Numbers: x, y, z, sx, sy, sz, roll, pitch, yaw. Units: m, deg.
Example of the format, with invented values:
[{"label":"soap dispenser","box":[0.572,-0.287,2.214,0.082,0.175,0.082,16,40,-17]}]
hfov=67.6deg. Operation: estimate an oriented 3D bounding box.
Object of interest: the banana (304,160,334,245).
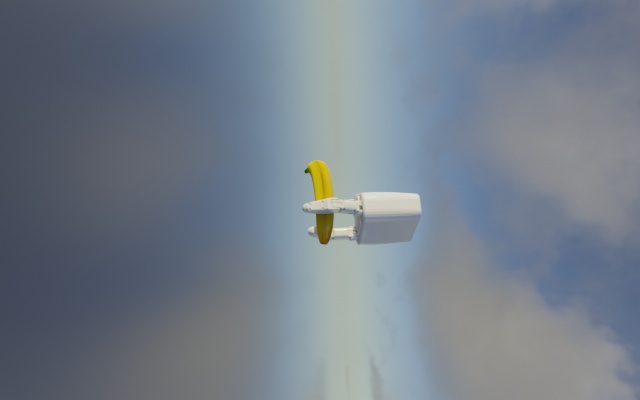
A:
[{"label":"banana","box":[0.002,-0.012,0.889,0.037,0.197,0.070,0,-43,-12]}]
